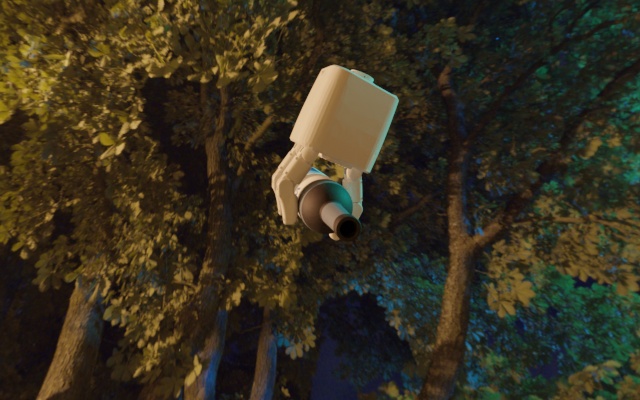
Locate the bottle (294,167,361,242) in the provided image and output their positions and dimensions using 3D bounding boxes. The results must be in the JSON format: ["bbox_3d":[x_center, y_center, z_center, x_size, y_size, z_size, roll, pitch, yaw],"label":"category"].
[{"bbox_3d":[0.000,0.002,0.629,0.069,0.069,0.295,0,11,-12],"label":"bottle"}]
